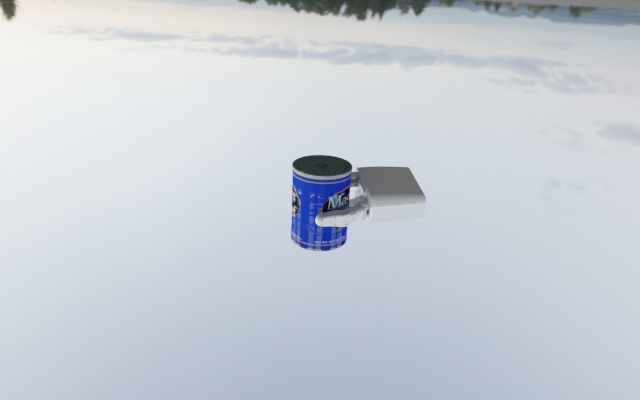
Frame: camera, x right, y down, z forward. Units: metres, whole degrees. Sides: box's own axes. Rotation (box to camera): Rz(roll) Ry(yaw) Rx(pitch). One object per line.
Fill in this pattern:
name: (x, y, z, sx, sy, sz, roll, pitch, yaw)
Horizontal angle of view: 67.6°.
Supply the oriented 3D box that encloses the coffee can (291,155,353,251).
coffee can: (0.000, 0.003, 0.834, 0.103, 0.140, 0.102, 2, 25, -1)
